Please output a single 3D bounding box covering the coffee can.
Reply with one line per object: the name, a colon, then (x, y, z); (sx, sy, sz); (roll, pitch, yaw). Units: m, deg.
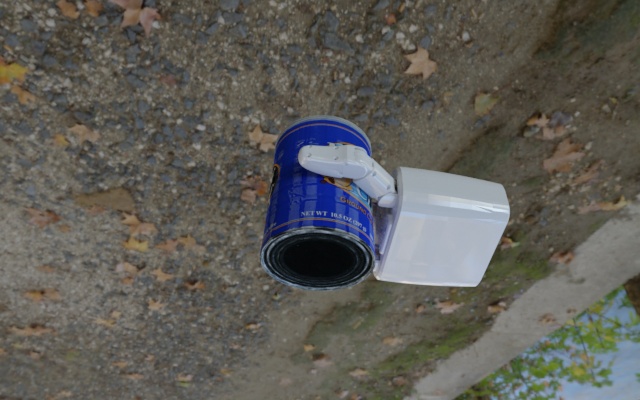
coffee can: (0.000, 0.001, 0.465); (0.103, 0.140, 0.103); (2, -39, 1)
